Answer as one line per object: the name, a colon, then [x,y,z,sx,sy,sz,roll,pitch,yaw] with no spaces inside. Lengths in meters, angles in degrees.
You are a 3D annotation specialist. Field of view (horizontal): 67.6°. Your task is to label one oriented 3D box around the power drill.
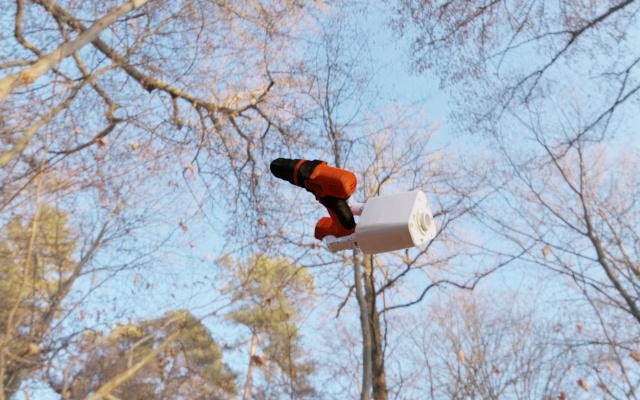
power drill: [0.001,0.003,0.895,0.184,0.057,0.188,17,-35,36]
